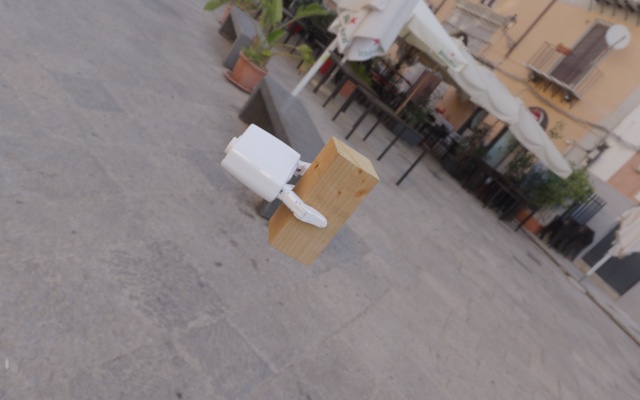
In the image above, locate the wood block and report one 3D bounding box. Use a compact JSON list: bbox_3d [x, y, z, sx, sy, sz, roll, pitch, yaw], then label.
[{"bbox_3d":[0.000,0.003,0.852,0.090,0.206,0.090,31,20,-20],"label":"wood block"}]
